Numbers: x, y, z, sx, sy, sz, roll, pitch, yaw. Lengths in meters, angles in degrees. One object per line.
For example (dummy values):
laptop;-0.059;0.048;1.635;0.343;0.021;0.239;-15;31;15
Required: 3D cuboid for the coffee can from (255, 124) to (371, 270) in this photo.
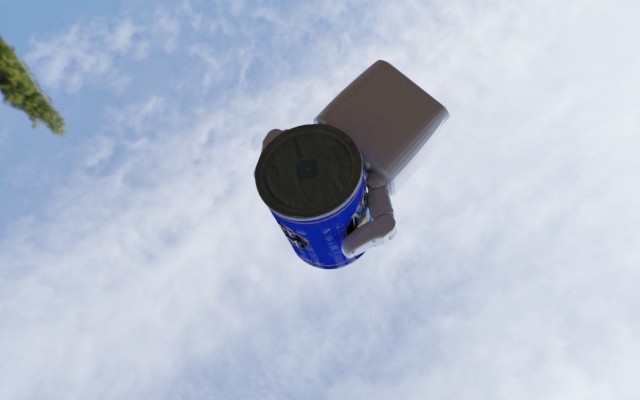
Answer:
coffee can;0.000;0.002;0.504;0.103;0.102;0.140;0;-27;11
